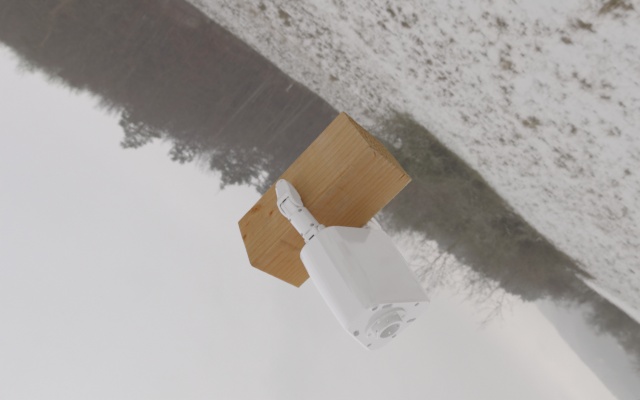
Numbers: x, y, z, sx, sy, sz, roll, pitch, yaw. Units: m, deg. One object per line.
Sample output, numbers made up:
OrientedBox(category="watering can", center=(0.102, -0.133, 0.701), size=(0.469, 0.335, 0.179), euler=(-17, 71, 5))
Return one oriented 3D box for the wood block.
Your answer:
OrientedBox(category="wood block", center=(0.000, 0.002, 0.612), size=(0.091, 0.206, 0.090), euler=(33, 19, -38))
